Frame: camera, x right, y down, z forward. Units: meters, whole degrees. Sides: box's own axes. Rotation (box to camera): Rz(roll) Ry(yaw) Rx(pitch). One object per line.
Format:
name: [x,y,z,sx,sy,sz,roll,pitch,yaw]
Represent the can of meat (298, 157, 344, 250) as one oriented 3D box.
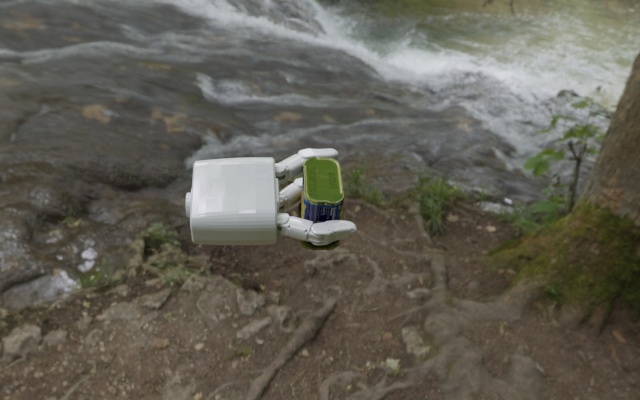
can of meat: [0.000,0.002,0.651,0.057,0.084,0.102,1,41,-5]
